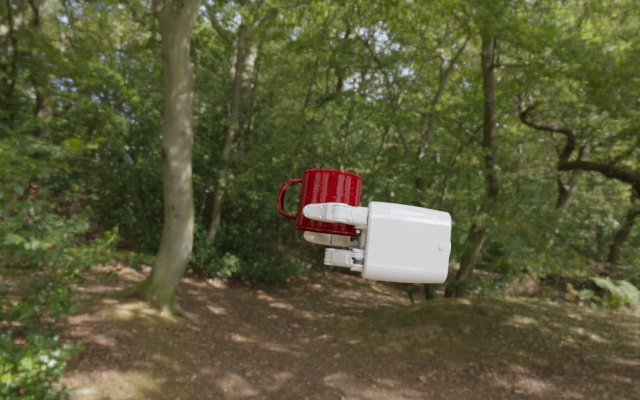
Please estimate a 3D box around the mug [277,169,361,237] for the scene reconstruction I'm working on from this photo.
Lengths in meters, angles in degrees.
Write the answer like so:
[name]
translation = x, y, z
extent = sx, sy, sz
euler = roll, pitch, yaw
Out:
[mug]
translation = -0.001, 0.002, 0.651
extent = 0.117, 0.081, 0.093
euler = 7, -6, -2
